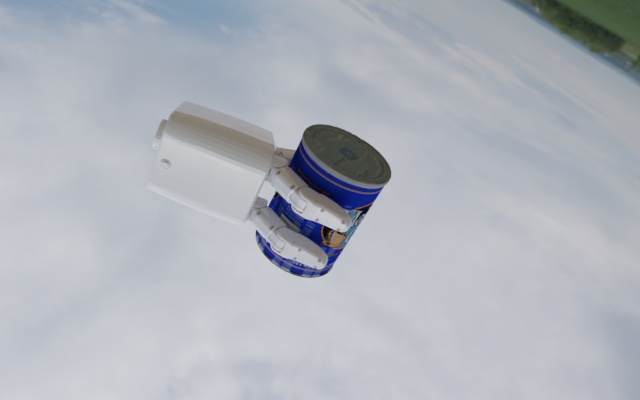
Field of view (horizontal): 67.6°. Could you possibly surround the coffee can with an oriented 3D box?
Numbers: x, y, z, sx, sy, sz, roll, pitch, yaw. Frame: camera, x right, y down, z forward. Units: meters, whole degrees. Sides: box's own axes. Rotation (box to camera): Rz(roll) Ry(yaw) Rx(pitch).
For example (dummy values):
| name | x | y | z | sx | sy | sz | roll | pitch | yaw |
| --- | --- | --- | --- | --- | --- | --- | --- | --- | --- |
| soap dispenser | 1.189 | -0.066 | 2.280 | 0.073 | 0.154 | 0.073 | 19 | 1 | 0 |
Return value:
| name | x | y | z | sx | sy | sz | roll | pitch | yaw |
| --- | --- | --- | --- | --- | --- | --- | --- | --- | --- |
| coffee can | 0.000 | 0.002 | 0.533 | 0.103 | 0.140 | 0.102 | 21 | 32 | -14 |
